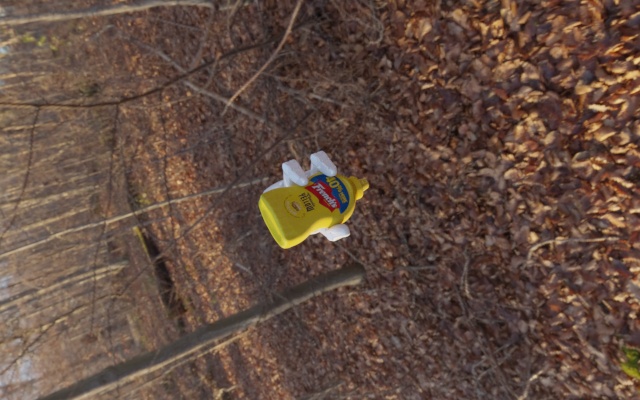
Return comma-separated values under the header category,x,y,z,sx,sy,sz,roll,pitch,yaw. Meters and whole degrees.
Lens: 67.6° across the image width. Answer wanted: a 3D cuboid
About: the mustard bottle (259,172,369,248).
category,x,y,z,sx,sy,sz,roll,pitch,yaw
mustard bottle,0.000,0.003,0.806,0.191,0.096,0.058,-22,-21,-25
